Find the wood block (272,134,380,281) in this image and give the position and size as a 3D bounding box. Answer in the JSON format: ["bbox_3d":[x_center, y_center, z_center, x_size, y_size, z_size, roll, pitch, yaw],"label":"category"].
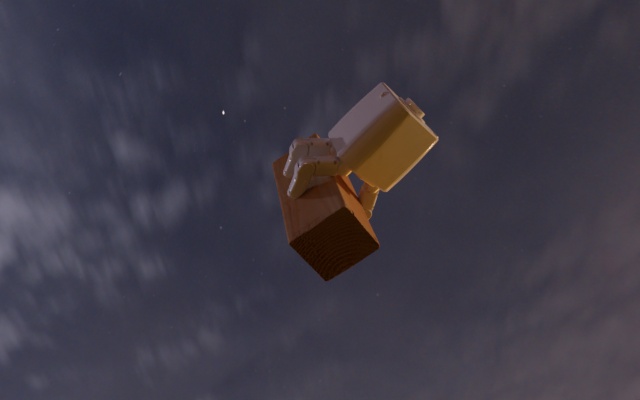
[{"bbox_3d":[0.001,0.002,0.688,0.090,0.091,0.206,-34,33,11],"label":"wood block"}]
